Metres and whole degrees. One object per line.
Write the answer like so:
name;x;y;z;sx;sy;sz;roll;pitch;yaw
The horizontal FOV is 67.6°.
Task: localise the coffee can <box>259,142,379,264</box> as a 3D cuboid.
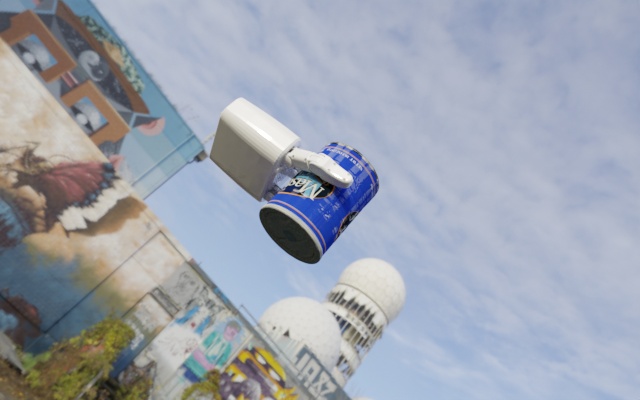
coffee can;0.000;0.002;0.655;0.103;0.103;0.140;0;40;52
